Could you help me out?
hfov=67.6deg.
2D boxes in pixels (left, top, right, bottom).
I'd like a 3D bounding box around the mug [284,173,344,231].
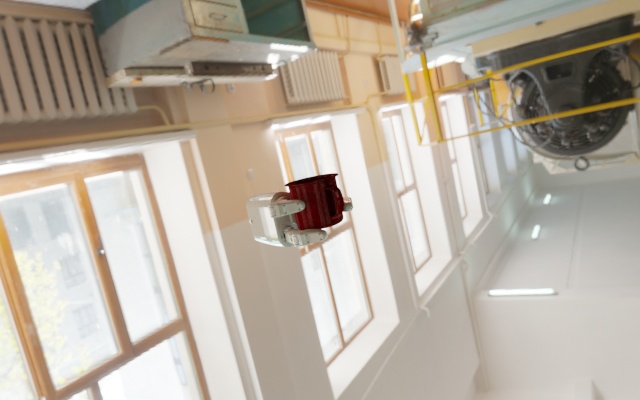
[{"bbox_3d":[0.001,0.003,0.801,0.093,0.081,0.117,-18,10,-37],"label":"mug"}]
